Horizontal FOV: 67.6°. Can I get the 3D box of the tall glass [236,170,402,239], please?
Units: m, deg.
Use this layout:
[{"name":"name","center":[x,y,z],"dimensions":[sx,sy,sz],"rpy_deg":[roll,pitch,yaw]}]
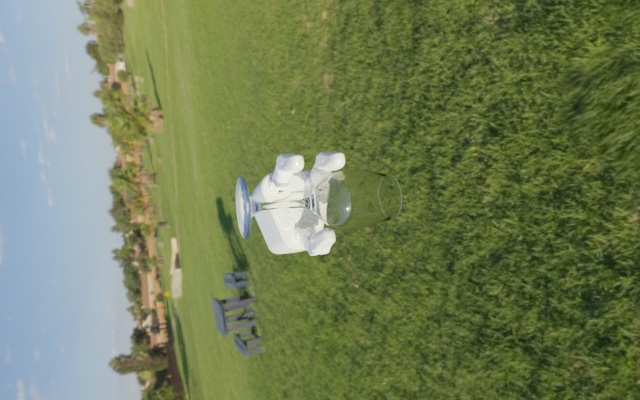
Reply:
[{"name":"tall glass","center":[0.000,0.002,0.600],"dimensions":[0.201,0.079,0.079],"rpy_deg":[-4,1,-21]}]
